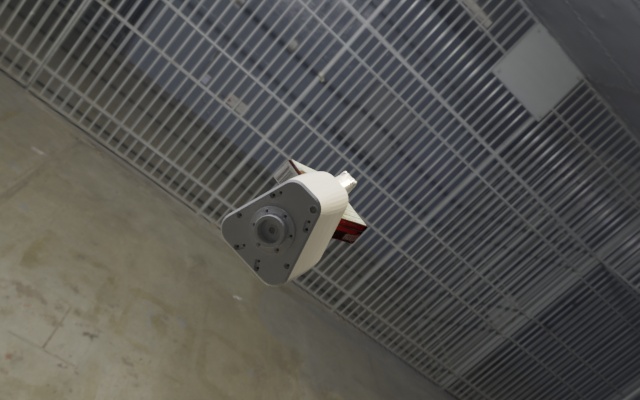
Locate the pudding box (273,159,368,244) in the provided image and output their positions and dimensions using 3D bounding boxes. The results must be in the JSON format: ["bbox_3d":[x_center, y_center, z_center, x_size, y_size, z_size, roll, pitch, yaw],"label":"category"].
[{"bbox_3d":[0.000,0.002,0.633,0.090,0.039,0.113,21,28,-51],"label":"pudding box"}]
